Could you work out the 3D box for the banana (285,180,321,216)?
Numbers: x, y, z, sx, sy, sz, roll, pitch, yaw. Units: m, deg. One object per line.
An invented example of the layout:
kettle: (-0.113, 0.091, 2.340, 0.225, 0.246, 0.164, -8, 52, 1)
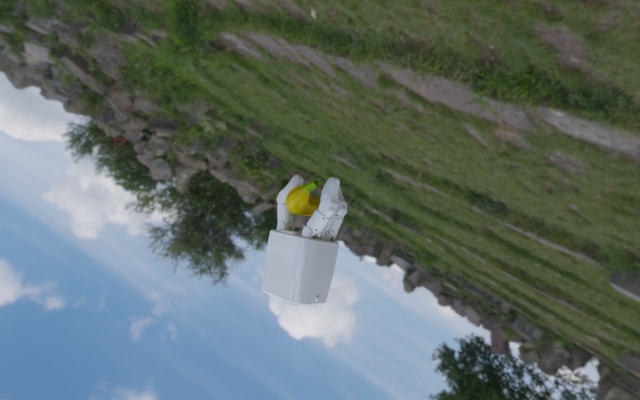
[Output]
banana: (-0.019, 0.005, 0.811, 0.069, 0.037, 0.198, -8, -10, 9)
